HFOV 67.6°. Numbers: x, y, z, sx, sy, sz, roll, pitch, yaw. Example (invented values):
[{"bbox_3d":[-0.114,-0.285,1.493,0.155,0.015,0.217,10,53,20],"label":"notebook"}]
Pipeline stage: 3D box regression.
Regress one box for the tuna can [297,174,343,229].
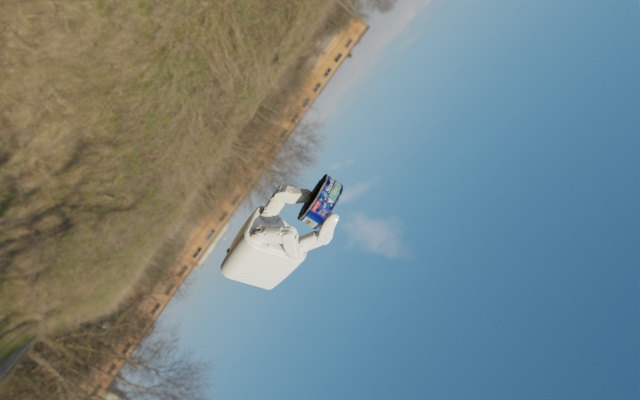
[{"bbox_3d":[0.001,0.003,0.759,0.034,0.086,0.086,33,-5,-8],"label":"tuna can"}]
